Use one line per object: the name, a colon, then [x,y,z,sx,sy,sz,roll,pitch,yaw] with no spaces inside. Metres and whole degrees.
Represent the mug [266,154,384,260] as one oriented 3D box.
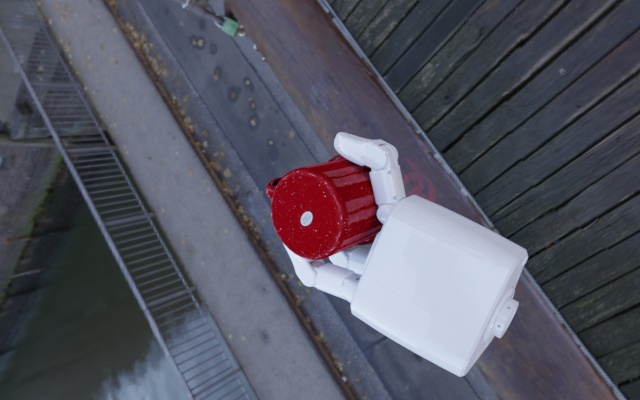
mug: [-0.001,0.001,0.444,0.117,0.093,0.081,25,24,30]
